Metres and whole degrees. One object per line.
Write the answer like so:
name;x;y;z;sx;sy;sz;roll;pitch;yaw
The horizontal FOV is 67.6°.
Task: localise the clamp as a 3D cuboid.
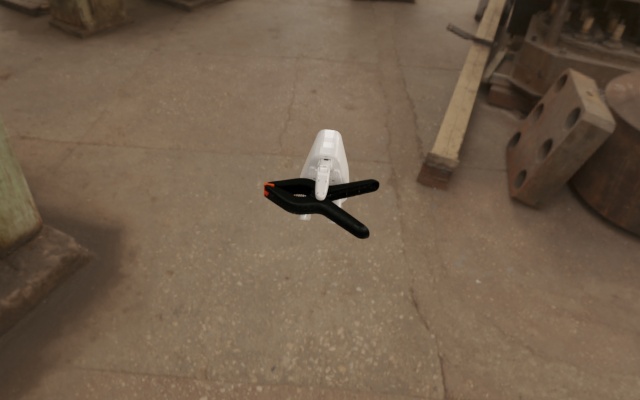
clamp;0.000;0.002;0.840;0.210;0.036;0.164;6;34;2
